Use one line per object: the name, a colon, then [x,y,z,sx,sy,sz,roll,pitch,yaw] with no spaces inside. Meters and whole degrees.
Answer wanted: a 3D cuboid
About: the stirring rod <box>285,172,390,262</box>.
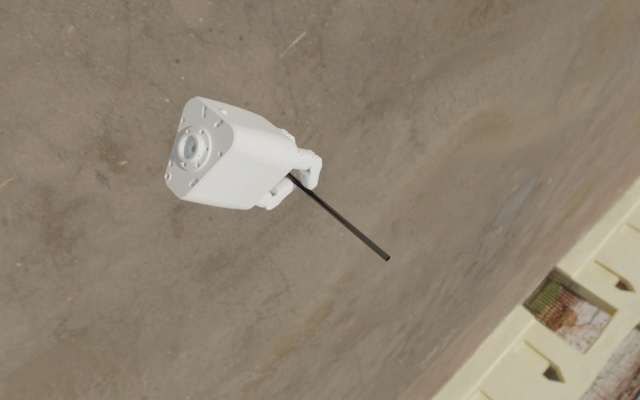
stirring rod: [0.000,0.002,0.628,0.239,0.011,0.011,40,22,29]
